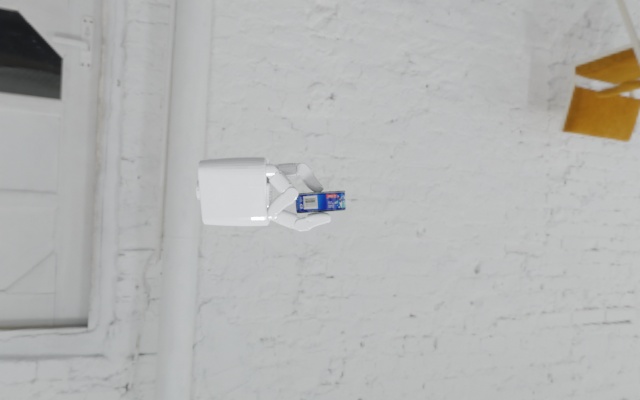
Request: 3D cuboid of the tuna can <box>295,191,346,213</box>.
[{"bbox_3d":[0.000,0.003,0.808,0.086,0.034,0.086,-4,-1,0],"label":"tuna can"}]
